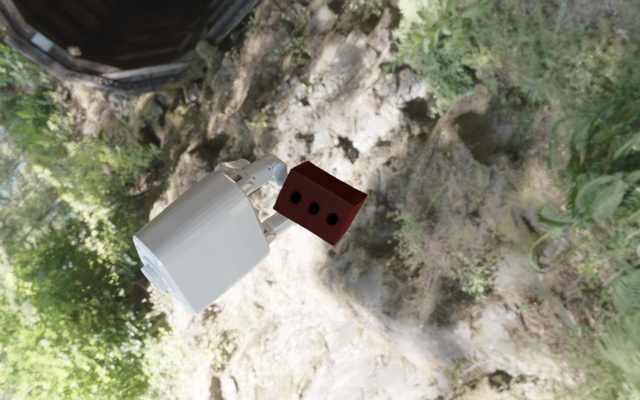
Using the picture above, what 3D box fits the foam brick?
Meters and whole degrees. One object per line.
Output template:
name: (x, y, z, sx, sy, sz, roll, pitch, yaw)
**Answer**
foam brick: (0.000, 0.002, 0.505, 0.078, 0.053, 0.051, 30, 21, 9)
